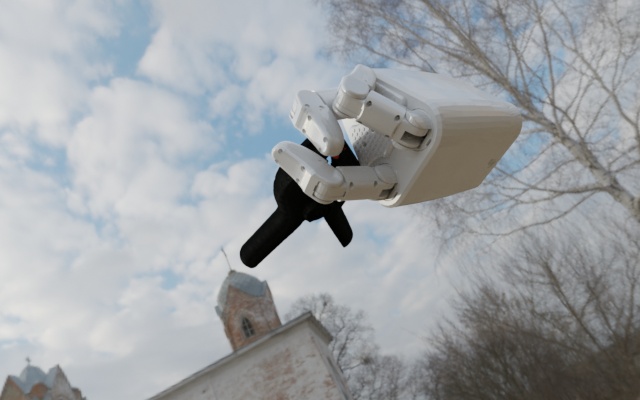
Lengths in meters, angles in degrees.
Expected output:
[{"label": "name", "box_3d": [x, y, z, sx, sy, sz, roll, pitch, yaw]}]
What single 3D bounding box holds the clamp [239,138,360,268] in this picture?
[{"label": "clamp", "box_3d": [0.000, 0.001, 0.439, 0.120, 0.039, 0.172, -9, -34, -34]}]
